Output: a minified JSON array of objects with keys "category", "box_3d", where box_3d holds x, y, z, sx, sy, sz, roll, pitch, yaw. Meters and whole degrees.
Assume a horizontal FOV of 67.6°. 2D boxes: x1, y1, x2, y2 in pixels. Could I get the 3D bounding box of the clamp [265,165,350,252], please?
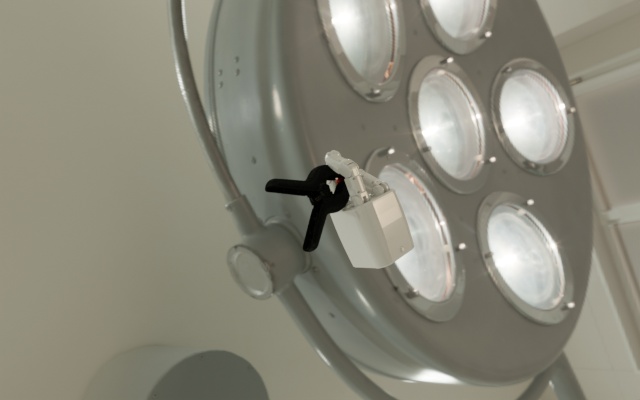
[{"category":"clamp","box_3d":[0.000,0.002,0.743,0.171,0.120,0.039,-25,5,-42]}]
